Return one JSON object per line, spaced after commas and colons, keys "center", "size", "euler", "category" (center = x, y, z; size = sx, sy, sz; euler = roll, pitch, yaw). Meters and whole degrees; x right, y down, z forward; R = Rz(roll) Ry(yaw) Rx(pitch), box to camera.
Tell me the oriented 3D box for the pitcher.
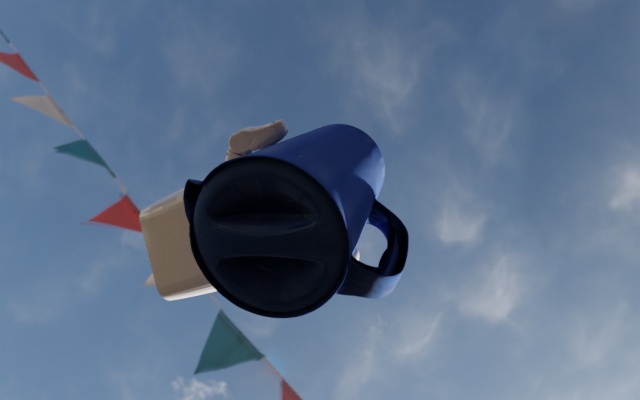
{"center": [0.000, 0.002, 0.463], "size": [0.145, 0.149, 0.242], "euler": [-20, 11, 23], "category": "pitcher"}
